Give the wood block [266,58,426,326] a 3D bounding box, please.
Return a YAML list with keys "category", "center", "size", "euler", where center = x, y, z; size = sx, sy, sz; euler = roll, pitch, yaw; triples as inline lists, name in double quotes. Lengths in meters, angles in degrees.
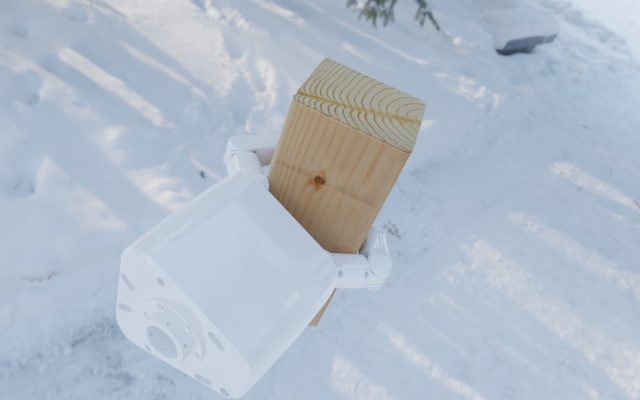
- category: "wood block"
  center: [0.000, 0.002, 0.411]
  size: [0.091, 0.206, 0.090]
  euler: [25, 38, 1]
